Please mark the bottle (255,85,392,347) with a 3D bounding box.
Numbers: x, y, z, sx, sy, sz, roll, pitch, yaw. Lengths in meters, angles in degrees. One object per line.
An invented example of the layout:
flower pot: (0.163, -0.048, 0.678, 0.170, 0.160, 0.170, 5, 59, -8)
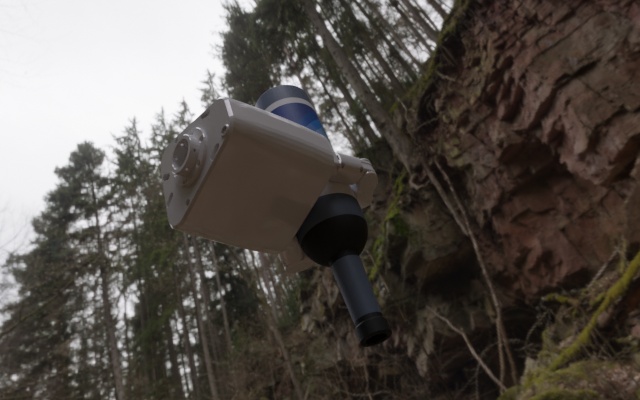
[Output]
bottle: (0.000, 0.001, 0.468, 0.069, 0.295, 0.069, -14, -37, -11)
